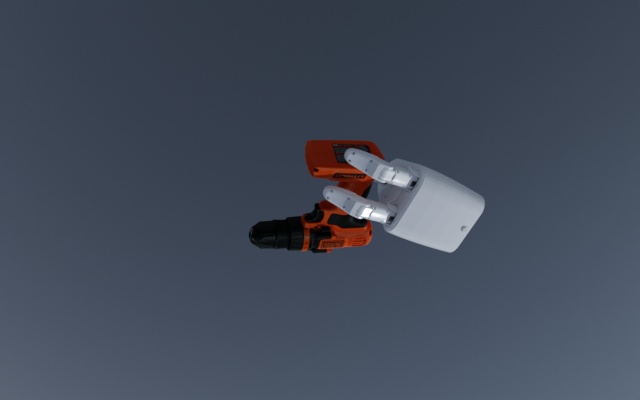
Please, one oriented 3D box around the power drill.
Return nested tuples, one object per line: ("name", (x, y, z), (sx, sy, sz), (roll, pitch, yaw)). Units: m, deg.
("power drill", (0.000, 0.002, 0.656), (0.184, 0.057, 0.188), (-2, -40, -17))
